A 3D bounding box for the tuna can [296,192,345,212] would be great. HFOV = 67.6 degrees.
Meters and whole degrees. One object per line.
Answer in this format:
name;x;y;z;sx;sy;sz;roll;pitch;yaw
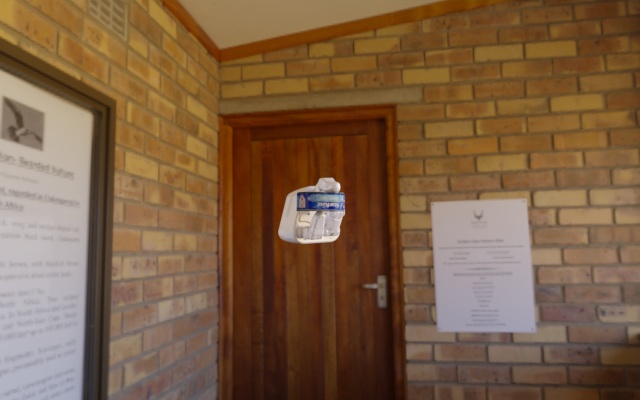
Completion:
tuna can;0.000;0.002;0.838;0.086;0.034;0.086;1;-1;0
